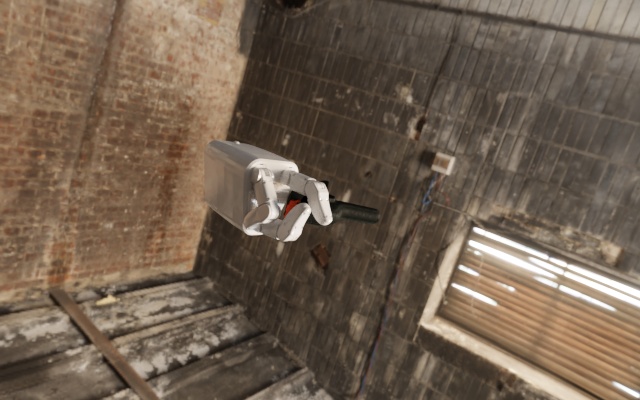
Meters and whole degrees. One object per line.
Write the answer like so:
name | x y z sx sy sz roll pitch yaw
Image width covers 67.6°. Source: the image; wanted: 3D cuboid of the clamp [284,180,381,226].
clamp | 0.000 0.003 0.709 0.120 0.039 0.171 28 16 38
